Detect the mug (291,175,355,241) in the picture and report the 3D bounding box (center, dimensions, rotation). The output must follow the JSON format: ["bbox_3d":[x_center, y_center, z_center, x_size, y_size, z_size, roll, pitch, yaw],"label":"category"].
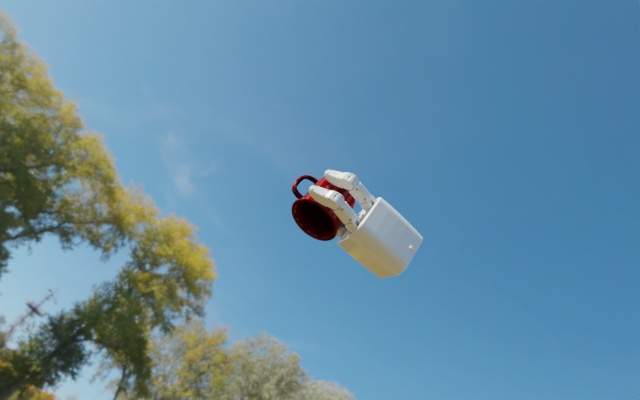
[{"bbox_3d":[-0.001,0.002,0.846,0.081,0.117,0.093,-49,4,-38],"label":"mug"}]
